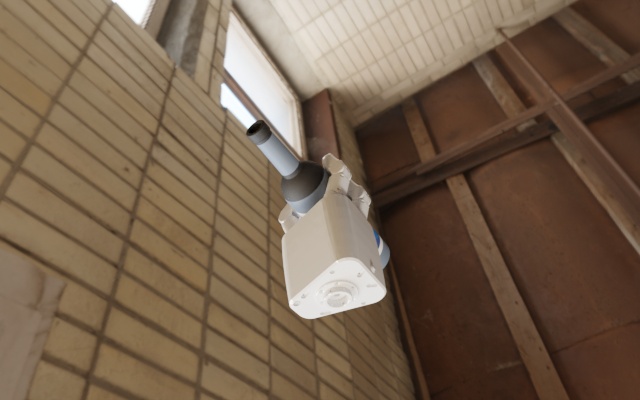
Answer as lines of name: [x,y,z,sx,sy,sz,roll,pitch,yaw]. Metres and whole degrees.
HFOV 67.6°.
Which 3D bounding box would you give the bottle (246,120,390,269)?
bottle: [0.000,0.002,0.654,0.069,0.069,0.296,0,-37,42]
